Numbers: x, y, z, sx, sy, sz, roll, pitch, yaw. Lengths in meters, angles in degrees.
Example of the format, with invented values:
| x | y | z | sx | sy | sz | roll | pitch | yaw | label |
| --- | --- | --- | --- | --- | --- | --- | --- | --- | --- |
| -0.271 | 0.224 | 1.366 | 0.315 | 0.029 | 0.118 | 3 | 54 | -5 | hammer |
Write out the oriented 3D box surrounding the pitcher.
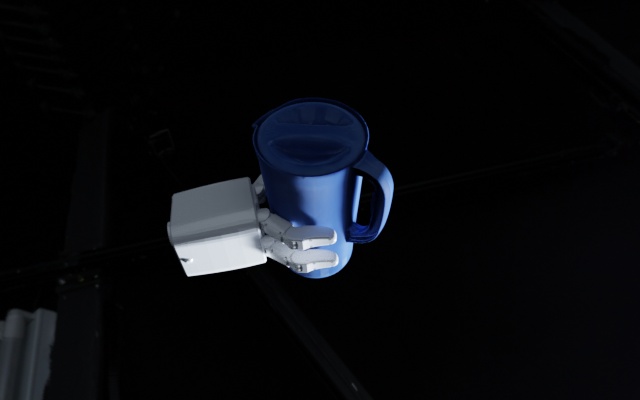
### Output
| x | y | z | sx | sy | sz | roll | pitch | yaw | label |
| --- | --- | --- | --- | --- | --- | --- | --- | --- | --- |
| 0.000 | 0.002 | 0.628 | 0.145 | 0.149 | 0.243 | -12 | -40 | -8 | pitcher |
